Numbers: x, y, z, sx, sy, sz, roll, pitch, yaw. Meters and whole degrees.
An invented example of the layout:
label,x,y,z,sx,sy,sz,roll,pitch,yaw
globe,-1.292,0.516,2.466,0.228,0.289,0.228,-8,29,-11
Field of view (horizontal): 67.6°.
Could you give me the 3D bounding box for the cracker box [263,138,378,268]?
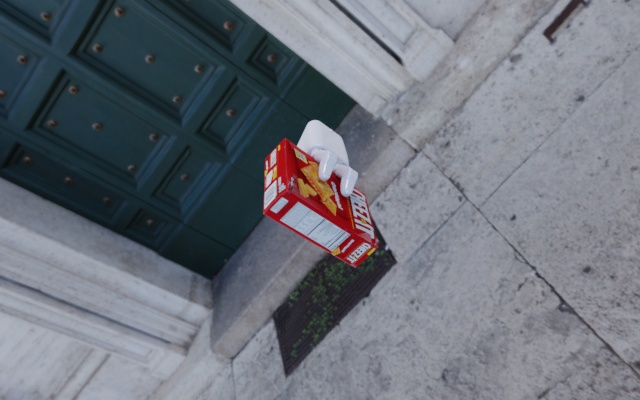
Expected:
label,x,y,z,sx,sy,sz,roll,pitch,yaw
cracker box,0.000,0.003,0.873,0.214,0.072,0.164,32,29,-26
